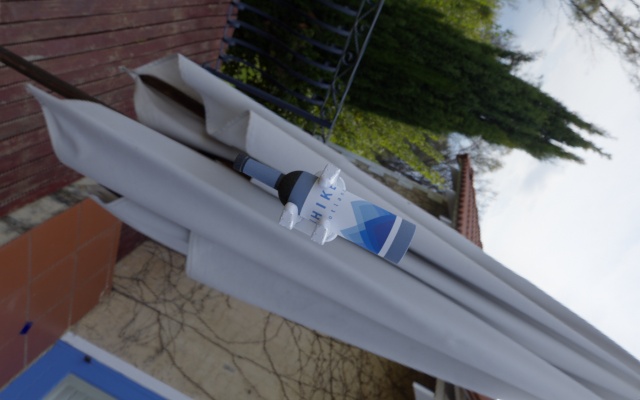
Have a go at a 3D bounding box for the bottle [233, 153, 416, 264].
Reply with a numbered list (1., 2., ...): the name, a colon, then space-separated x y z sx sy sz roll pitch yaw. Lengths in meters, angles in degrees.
1. bottle: 0.000 0.003 0.740 0.295 0.069 0.069 26 2 4
